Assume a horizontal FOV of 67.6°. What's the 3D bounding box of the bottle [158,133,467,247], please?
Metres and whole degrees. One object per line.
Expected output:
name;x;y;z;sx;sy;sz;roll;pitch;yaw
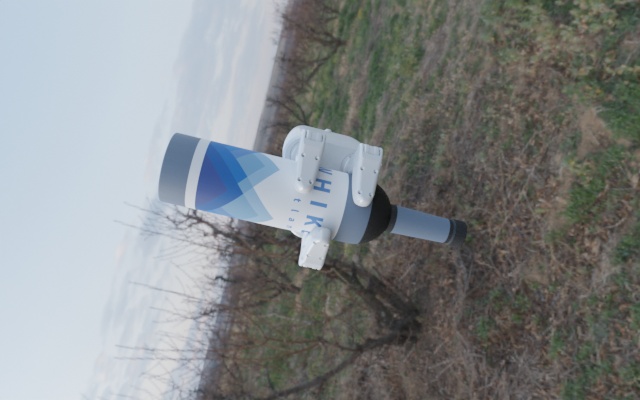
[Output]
bottle;0.000;0.002;0.465;0.296;0.069;0.069;13;-2;-7
